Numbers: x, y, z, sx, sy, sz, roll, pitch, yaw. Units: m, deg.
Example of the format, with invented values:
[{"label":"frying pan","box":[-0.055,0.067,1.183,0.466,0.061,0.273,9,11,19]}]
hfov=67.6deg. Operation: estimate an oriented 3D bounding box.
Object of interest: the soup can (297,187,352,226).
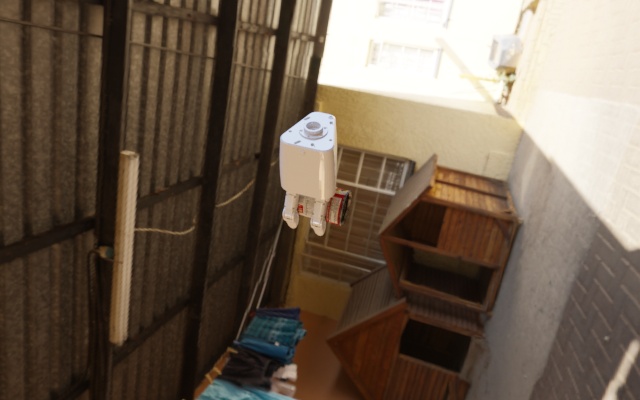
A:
[{"label":"soup can","box":[0.000,0.003,0.892,0.102,0.068,0.068,14,3,13]}]
